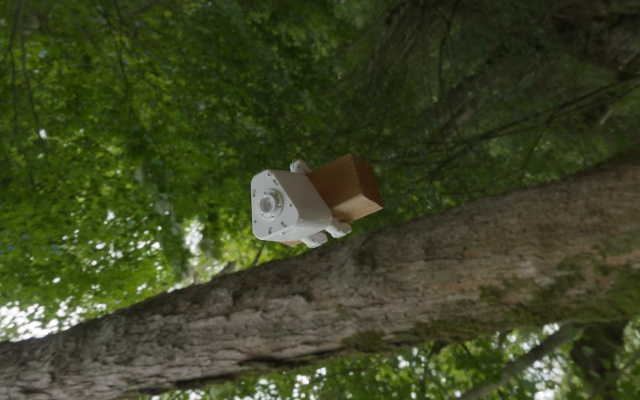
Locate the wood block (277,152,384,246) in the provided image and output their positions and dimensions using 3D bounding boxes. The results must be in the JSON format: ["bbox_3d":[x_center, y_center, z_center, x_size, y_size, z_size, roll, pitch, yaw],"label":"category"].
[{"bbox_3d":[0.000,0.003,0.894,0.206,0.090,0.090,-24,-27,24],"label":"wood block"}]
